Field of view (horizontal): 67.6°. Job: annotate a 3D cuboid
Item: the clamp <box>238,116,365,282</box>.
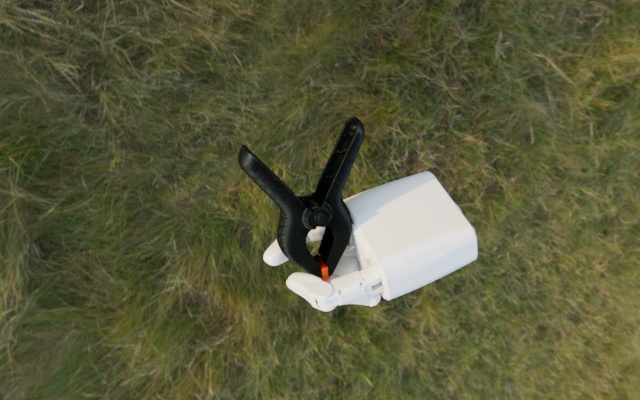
[{"bbox_3d":[0.000,0.002,0.467,0.120,0.172,0.039,-21,36,-7],"label":"clamp"}]
